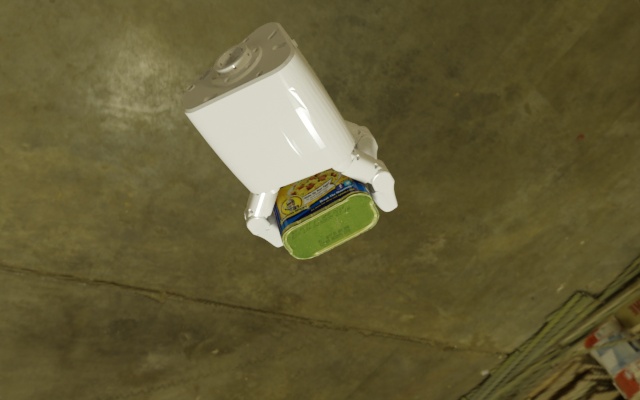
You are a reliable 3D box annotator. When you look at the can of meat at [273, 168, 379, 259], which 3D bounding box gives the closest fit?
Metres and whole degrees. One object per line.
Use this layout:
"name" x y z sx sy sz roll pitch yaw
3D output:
"can of meat" 0.000 0.002 0.486 0.102 0.057 0.084 -28 41 5
